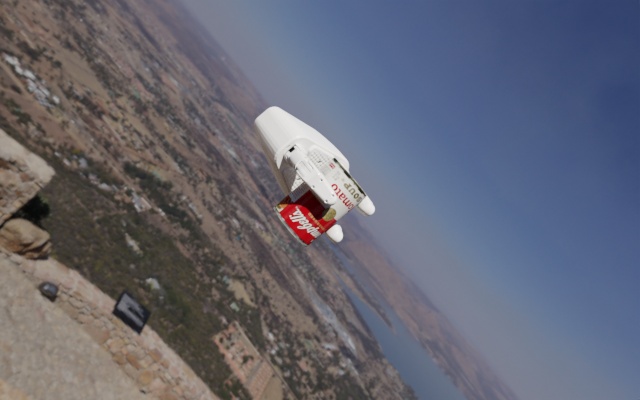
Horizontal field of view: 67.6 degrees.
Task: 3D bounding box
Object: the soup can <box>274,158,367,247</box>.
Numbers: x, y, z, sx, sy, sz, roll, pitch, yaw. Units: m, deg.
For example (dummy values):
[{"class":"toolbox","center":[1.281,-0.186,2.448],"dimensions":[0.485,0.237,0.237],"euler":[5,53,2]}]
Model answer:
[{"class":"soup can","center":[0.000,0.002,0.615],"dimensions":[0.102,0.068,0.068],"euler":[-40,-2,3]}]
